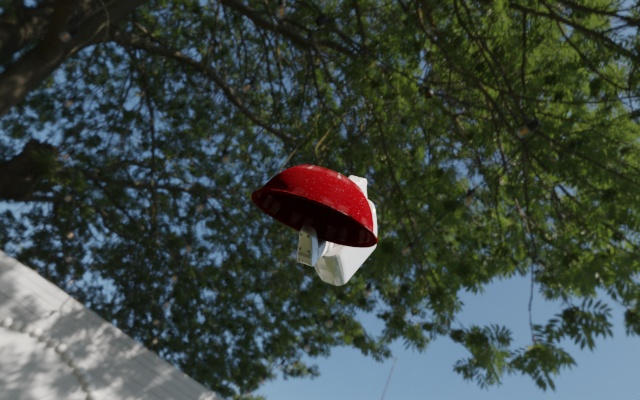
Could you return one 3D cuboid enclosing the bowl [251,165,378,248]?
[{"bbox_3d":[0.000,0.001,0.582,0.162,0.055,0.162,19,-16,6],"label":"bowl"}]
